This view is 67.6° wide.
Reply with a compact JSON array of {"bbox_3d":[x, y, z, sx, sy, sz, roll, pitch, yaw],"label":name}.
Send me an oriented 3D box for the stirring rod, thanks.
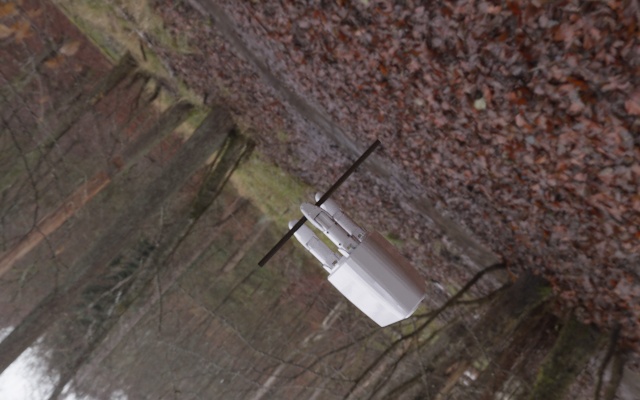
[{"bbox_3d":[0.000,0.002,0.660,0.011,0.239,0.011,43,-7,7],"label":"stirring rod"}]
